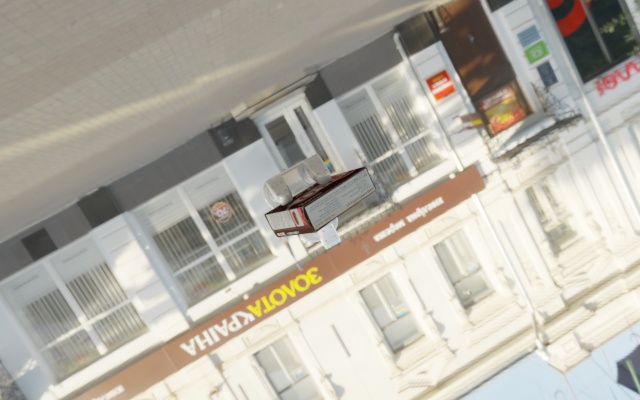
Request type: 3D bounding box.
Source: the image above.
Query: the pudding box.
[{"bbox_3d":[0.000,0.002,0.591,0.113,0.039,0.090,-35,12,-34],"label":"pudding box"}]
